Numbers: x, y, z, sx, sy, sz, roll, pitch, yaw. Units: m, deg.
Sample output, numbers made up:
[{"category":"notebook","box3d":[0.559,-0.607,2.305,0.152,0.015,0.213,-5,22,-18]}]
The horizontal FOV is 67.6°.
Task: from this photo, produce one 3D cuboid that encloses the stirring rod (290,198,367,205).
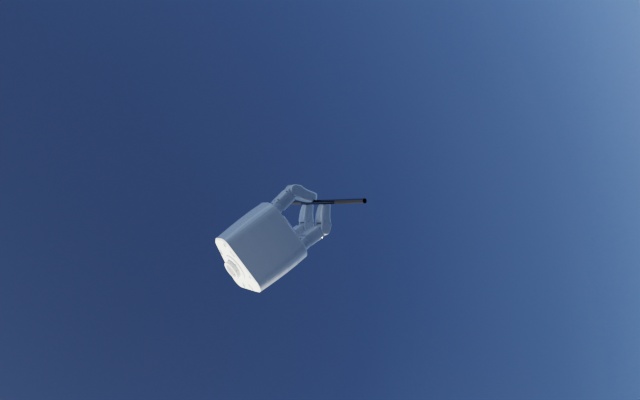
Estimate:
[{"category":"stirring rod","box3d":[0.000,0.003,0.832,0.011,0.011,0.239,0,-1,-34]}]
